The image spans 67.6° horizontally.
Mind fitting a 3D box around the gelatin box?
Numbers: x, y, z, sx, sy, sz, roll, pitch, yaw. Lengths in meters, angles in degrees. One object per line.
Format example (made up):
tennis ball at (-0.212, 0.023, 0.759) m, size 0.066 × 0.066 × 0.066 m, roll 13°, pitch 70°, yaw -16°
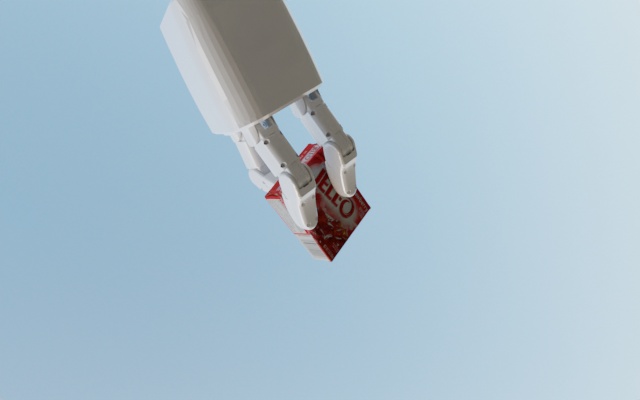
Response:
gelatin box at (0.000, 0.002, 0.449) m, size 0.030 × 0.089 × 0.073 m, roll 2°, pitch 46°, yaw 49°
